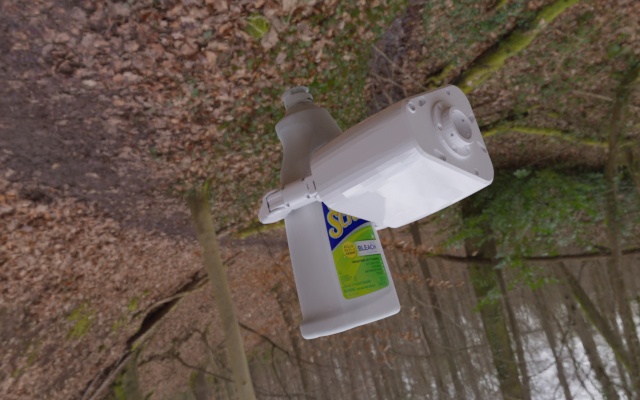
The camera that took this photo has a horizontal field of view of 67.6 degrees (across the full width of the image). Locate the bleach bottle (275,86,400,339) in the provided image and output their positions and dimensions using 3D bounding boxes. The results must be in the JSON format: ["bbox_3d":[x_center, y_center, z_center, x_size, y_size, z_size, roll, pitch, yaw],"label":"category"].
[{"bbox_3d":[0.000,0.002,0.483,0.102,0.250,0.068,-4,-17,-42],"label":"bleach bottle"}]
